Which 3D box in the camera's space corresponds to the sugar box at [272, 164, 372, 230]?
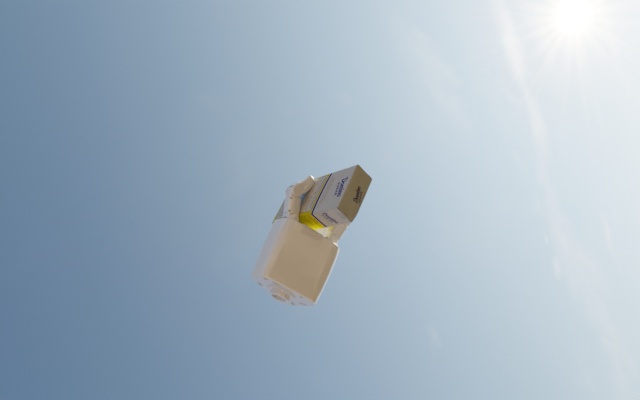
[{"bbox_3d":[0.000,0.003,0.811,0.176,0.093,0.048,-11,-47,48],"label":"sugar box"}]
